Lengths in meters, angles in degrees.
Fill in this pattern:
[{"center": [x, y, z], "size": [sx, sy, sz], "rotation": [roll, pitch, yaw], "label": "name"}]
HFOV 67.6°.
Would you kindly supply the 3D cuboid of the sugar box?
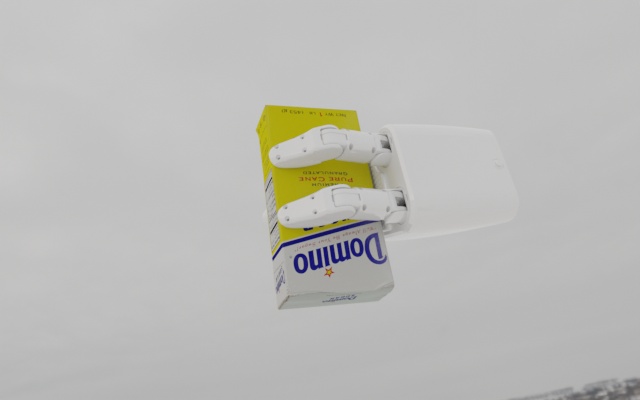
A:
[{"center": [0.000, 0.001, 0.418], "size": [0.093, 0.176, 0.048], "rotation": [-1, -28, -20], "label": "sugar box"}]
